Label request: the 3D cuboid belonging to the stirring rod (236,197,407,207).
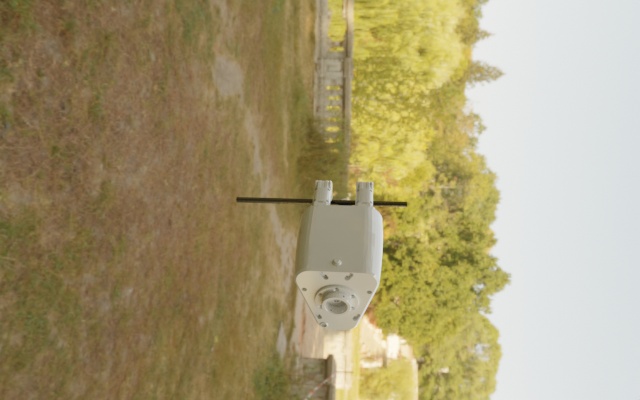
[{"bbox_3d":[0.000,0.002,0.673,0.239,0.011,0.011,2,0,5],"label":"stirring rod"}]
